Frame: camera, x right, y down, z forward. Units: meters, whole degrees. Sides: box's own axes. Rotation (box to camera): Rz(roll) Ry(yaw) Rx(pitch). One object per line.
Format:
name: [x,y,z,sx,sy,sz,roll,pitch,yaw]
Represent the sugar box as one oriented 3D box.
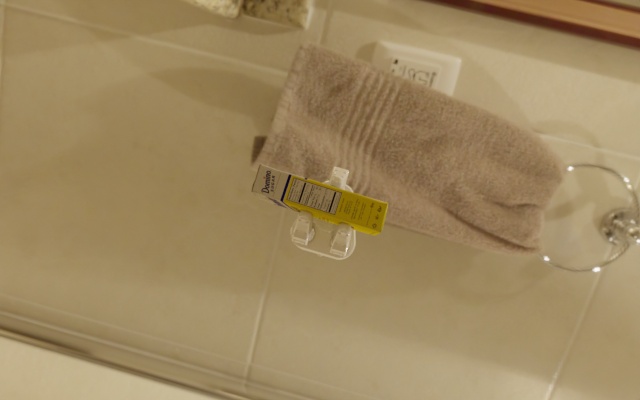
sugar box: [0.000,0.003,0.652,0.176,0.048,0.093,15,-7,3]
